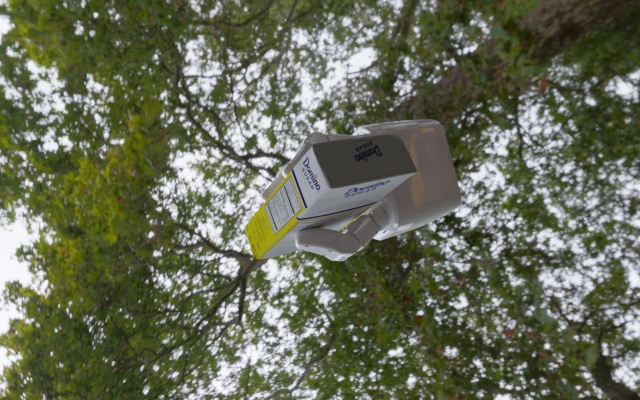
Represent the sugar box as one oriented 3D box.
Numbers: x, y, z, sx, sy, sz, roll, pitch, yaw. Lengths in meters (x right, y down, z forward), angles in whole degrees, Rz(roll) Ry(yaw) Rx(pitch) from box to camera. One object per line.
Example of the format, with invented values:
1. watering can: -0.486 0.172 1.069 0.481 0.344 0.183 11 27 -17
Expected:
1. sugar box: 0.000 0.001 0.451 0.093 0.048 0.176 -11 -21 -33
